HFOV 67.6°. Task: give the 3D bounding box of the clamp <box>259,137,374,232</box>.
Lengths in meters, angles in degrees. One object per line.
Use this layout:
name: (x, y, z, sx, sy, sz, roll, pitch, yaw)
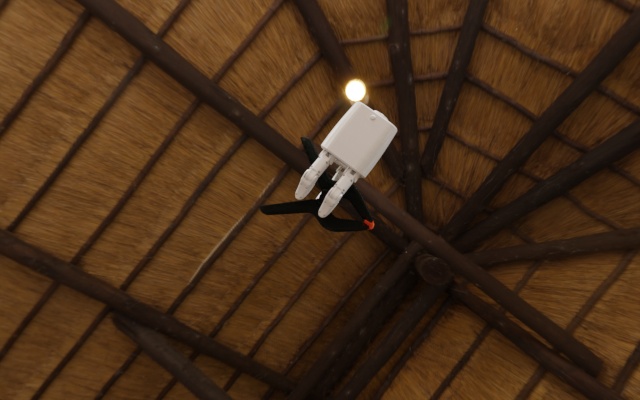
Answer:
clamp: (0.001, 0.003, 0.882, 0.210, 0.164, 0.036, 37, 2, 12)
